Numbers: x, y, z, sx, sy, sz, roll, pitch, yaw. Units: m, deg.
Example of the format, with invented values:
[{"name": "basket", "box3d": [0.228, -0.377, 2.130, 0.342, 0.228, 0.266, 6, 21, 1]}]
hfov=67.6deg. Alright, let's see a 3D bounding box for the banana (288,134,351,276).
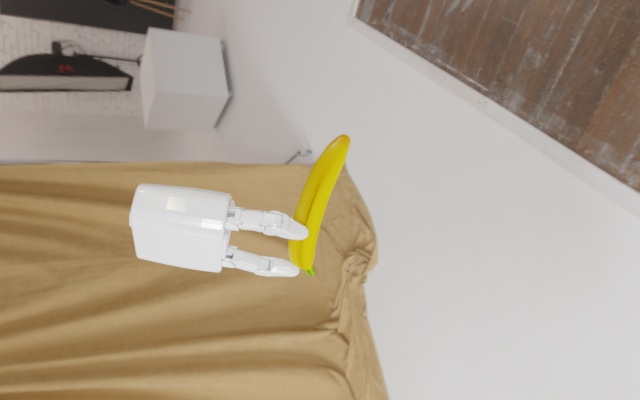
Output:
[{"name": "banana", "box3d": [-0.006, 0.006, 0.619, 0.037, 0.198, 0.069, 18, 7, 15]}]
